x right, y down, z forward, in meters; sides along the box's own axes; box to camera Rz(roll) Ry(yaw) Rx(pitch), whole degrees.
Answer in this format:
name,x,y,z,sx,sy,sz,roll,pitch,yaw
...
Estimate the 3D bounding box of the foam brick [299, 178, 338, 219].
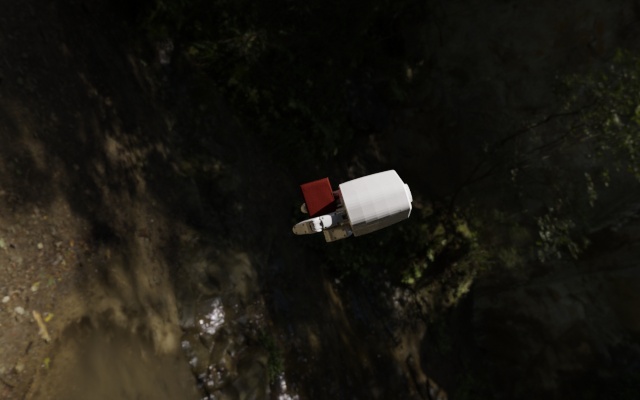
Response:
name,x,y,z,sx,sy,sz,roll,pitch,yaw
foam brick,0.000,0.003,0.840,0.051,0.078,0.053,-18,3,4
